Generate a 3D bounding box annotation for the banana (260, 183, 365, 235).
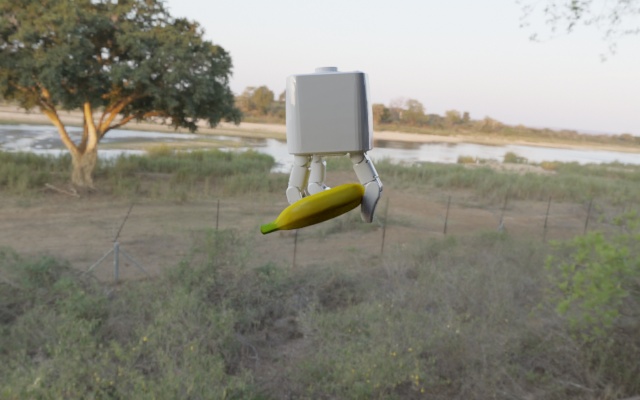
[{"bbox_3d":[0.011,0.002,0.637,0.069,0.037,0.198,-4,11,44],"label":"banana"}]
